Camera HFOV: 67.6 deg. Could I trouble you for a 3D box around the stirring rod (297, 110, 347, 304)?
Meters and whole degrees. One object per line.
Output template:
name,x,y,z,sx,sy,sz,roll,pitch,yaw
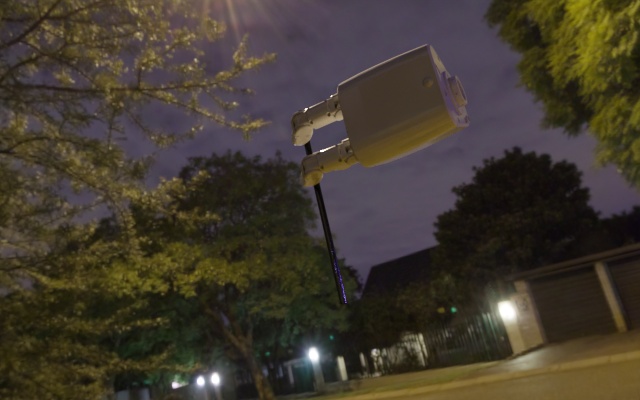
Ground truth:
stirring rod,0.000,0.002,0.564,0.011,0.239,0.011,-12,-16,-3
